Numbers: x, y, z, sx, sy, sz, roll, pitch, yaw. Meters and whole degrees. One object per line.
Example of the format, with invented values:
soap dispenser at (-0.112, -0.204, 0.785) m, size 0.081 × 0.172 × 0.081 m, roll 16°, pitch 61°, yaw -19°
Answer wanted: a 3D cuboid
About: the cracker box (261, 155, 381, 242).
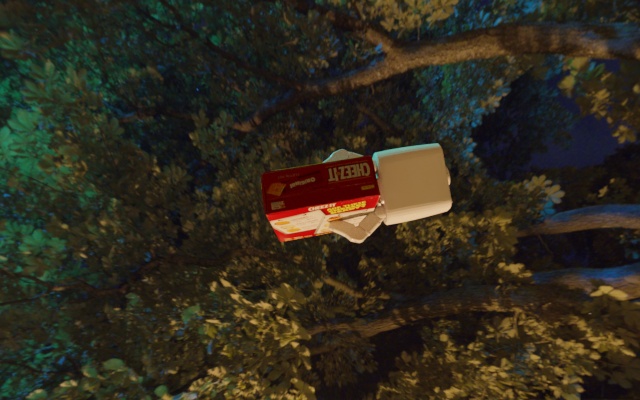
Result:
cracker box at (0.000, 0.003, 0.767) m, size 0.164 × 0.072 × 0.214 m, roll -10°, pitch -15°, yaw -2°
